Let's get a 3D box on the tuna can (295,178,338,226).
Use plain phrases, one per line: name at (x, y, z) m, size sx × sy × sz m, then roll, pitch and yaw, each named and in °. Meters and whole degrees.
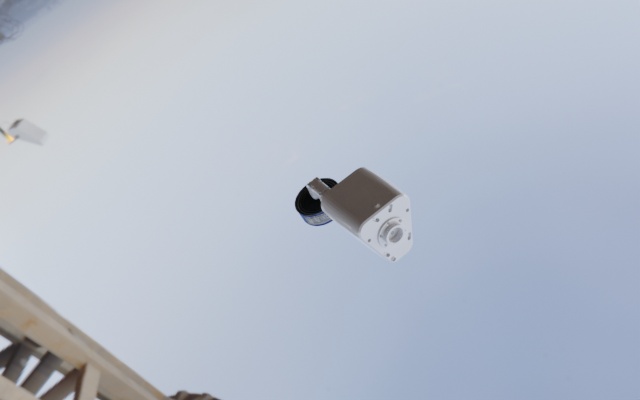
tuna can at (0.000, 0.003, 0.834) m, size 0.086 × 0.086 × 0.034 m, roll 0°, pitch -40°, yaw 33°
